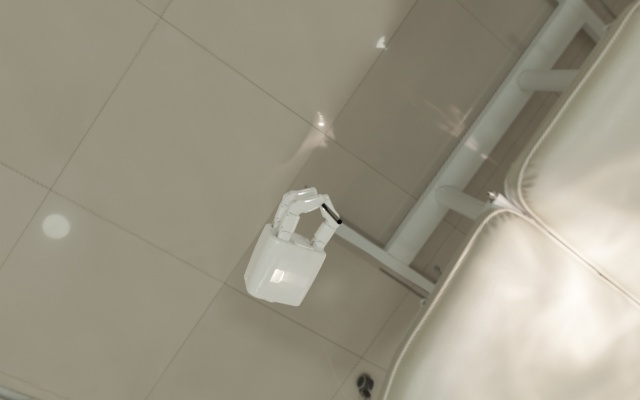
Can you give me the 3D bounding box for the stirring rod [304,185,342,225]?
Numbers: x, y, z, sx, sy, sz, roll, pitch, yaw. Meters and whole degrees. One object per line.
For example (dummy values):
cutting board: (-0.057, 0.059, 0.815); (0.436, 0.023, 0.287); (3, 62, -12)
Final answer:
stirring rod: (0.000, 0.003, 0.799); (0.011, 0.011, 0.239); (0, 14, -14)
